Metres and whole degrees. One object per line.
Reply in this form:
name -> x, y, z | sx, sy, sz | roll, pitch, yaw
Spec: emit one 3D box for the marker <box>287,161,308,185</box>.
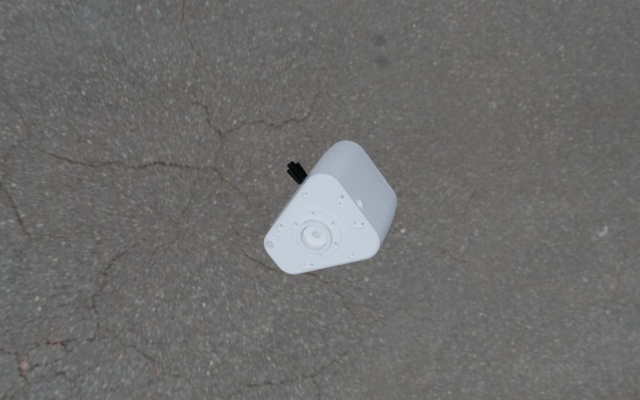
marker -> 0.000, 0.002, 0.581 | 0.020, 0.121, 0.020 | -37, 8, 6
